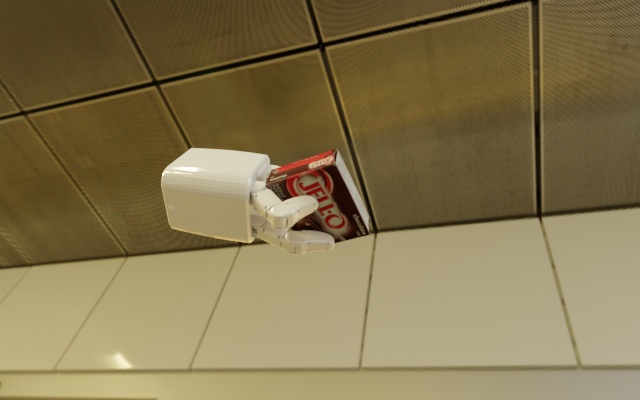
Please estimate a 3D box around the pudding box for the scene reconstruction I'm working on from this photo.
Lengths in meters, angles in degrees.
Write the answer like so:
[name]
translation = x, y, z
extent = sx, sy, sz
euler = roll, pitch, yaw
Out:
[pudding box]
translation = 0.000, 0.002, 0.576
extent = 0.090, 0.113, 0.039
euler = -15, 36, 21
